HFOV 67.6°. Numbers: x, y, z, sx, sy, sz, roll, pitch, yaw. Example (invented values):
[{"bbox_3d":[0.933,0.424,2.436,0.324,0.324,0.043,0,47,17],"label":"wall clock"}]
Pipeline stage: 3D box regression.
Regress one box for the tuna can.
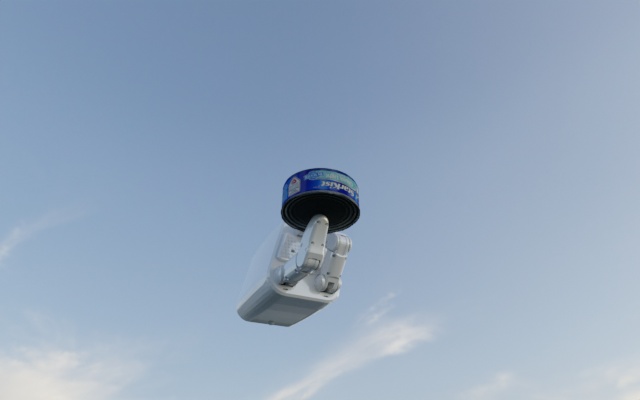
[{"bbox_3d":[0.000,0.001,0.522,0.086,0.033,0.086,0,-33,0],"label":"tuna can"}]
